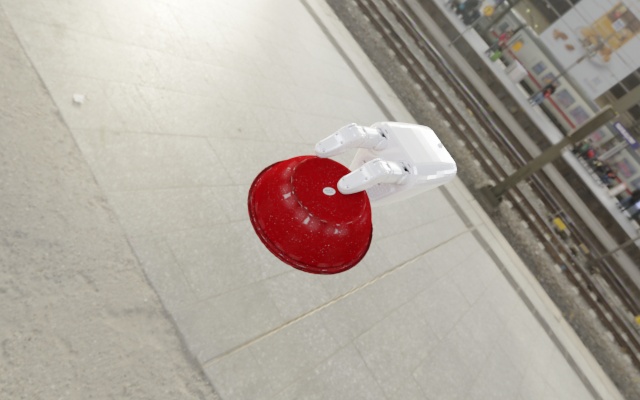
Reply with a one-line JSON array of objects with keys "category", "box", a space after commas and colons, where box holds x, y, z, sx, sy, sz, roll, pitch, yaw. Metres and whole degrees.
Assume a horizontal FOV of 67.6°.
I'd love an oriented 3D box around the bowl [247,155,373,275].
[{"category": "bowl", "box": [-0.001, 0.002, 0.552, 0.162, 0.162, 0.055, 0, -33, -27]}]
